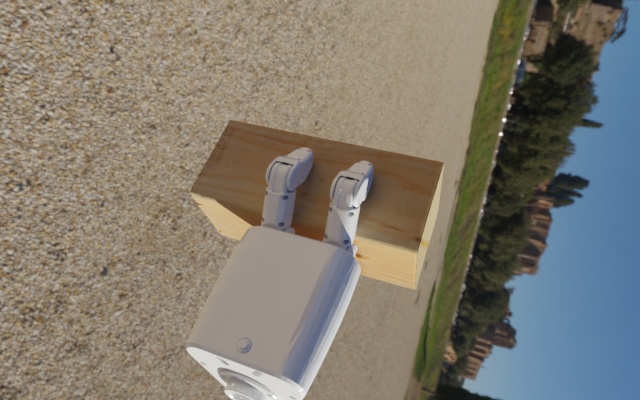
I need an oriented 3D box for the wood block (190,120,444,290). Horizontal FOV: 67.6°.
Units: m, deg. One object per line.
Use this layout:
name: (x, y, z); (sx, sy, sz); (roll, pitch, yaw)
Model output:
wood block: (0.000, 0.002, 0.449); (0.206, 0.090, 0.091); (14, -26, 17)
